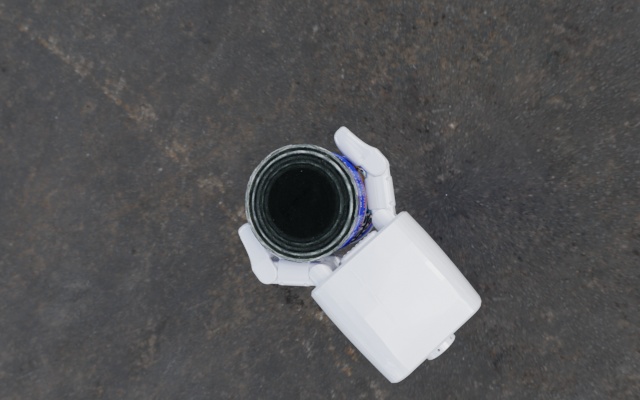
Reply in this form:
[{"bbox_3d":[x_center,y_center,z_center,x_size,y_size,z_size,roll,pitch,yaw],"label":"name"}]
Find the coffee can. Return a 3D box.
[{"bbox_3d":[0.000,0.001,0.475,0.103,0.103,0.140,0,1,15],"label":"coffee can"}]
